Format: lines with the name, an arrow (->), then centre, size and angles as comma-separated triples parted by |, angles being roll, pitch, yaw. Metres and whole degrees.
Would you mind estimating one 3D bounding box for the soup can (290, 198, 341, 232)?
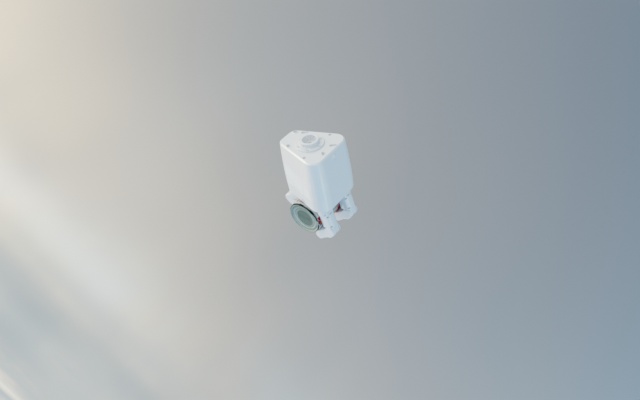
soup can -> 0.000, 0.003, 0.893 | 0.068, 0.068, 0.102 | 0, 37, 49
